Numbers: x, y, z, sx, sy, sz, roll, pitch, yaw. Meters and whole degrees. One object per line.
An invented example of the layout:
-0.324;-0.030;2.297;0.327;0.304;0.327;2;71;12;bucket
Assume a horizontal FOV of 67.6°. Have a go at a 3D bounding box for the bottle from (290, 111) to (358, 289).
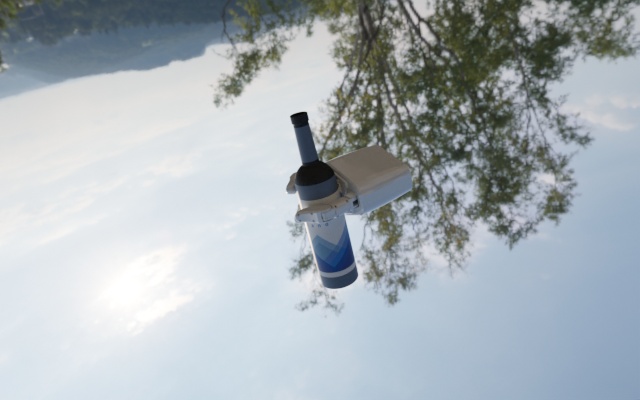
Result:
0.000;0.003;0.770;0.069;0.296;0.069;-12;23;5;bottle
